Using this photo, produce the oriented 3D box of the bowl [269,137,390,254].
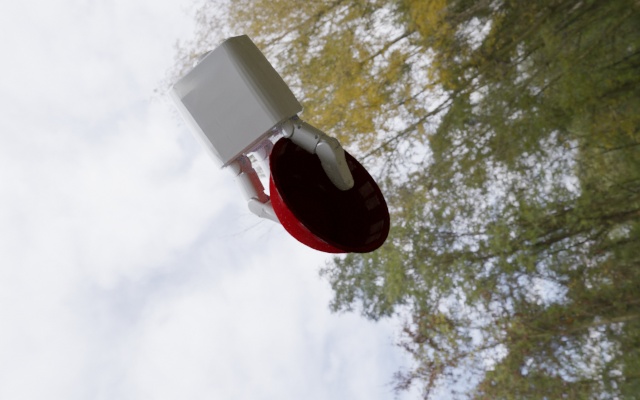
[{"bbox_3d":[0.001,0.003,0.536,0.162,0.162,0.055,0,-35,-44],"label":"bowl"}]
